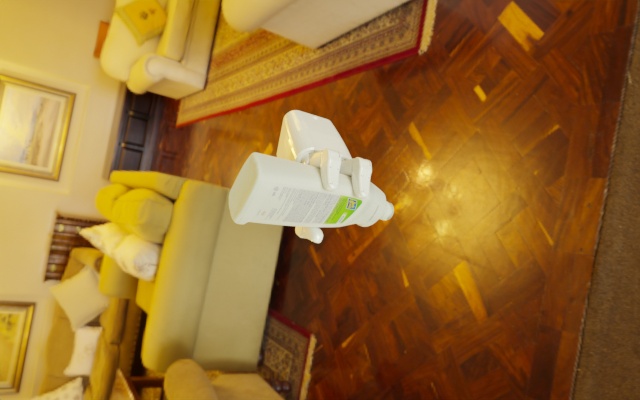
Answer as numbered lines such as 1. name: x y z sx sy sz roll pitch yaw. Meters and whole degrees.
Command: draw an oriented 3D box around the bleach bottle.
1. bleach bottle: 0.000 0.002 0.707 0.251 0.068 0.103 12 -51 -32
